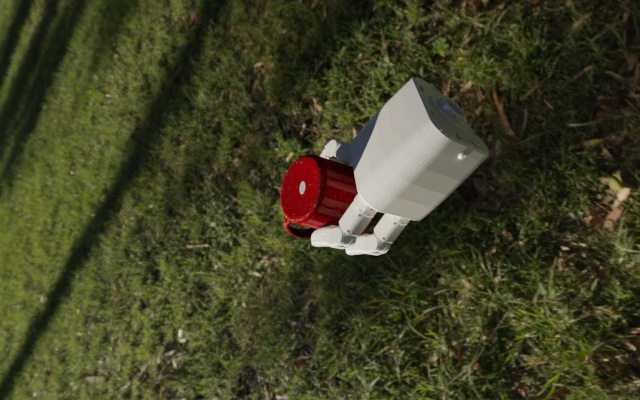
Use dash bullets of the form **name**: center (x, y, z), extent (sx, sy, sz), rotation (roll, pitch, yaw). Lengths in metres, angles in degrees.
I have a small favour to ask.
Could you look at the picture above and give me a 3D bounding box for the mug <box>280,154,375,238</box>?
- **mug**: center (-0.001, 0.003, 0.568), extent (0.081, 0.093, 0.117), rotation (16, -51, -38)
